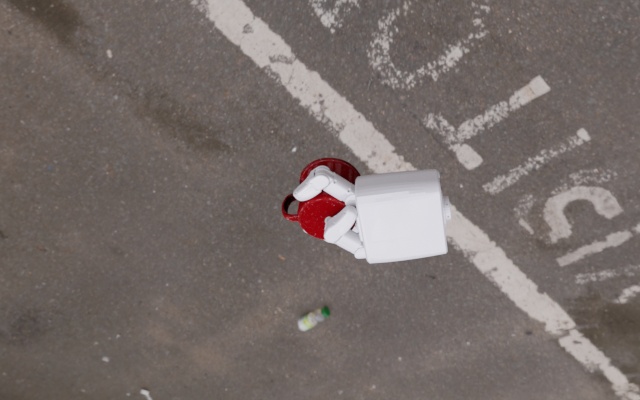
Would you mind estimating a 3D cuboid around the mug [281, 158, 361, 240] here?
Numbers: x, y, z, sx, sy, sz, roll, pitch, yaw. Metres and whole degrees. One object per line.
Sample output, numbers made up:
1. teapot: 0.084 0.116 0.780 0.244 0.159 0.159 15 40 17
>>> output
1. mug: -0.001 0.002 0.673 0.117 0.093 0.081 -8 39 13
